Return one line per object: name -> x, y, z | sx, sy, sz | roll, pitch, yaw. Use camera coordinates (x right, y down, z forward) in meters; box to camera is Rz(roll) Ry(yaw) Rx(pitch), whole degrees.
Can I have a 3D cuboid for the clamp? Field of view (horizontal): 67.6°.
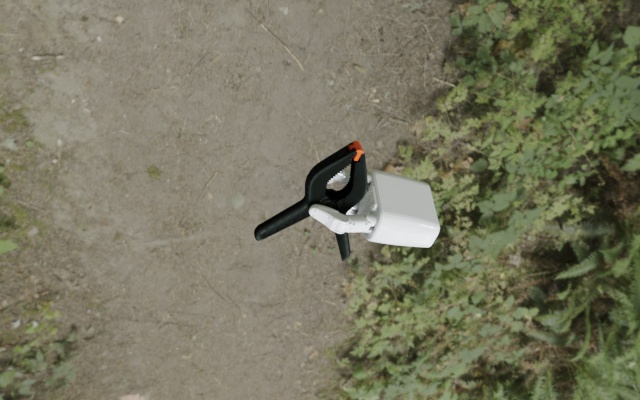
clamp -> 0.001, 0.002, 0.712 | 0.164, 0.210, 0.036 | 9, 34, -20
